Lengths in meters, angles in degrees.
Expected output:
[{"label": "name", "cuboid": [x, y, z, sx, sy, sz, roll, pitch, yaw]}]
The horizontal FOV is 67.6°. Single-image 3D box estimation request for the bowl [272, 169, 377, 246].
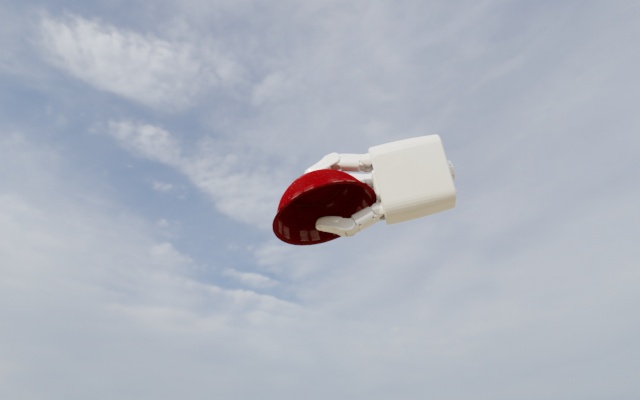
[{"label": "bowl", "cuboid": [-0.001, 0.002, 0.718, 0.162, 0.055, 0.162, -15, -33, -10]}]
